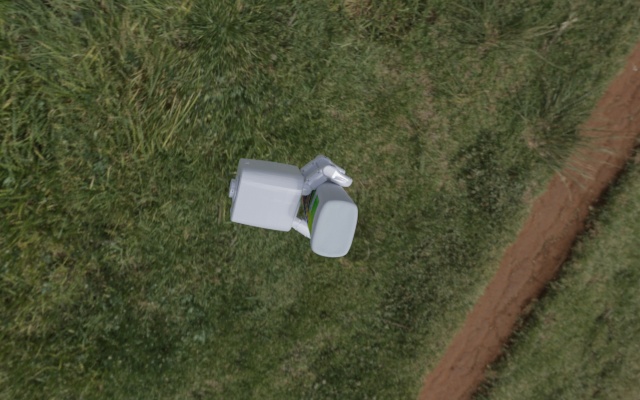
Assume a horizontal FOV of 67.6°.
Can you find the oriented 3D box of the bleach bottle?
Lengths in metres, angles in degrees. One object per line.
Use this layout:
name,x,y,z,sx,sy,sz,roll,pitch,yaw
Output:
bleach bottle,0.000,0.003,0.870,0.068,0.102,0.250,9,18,-15
